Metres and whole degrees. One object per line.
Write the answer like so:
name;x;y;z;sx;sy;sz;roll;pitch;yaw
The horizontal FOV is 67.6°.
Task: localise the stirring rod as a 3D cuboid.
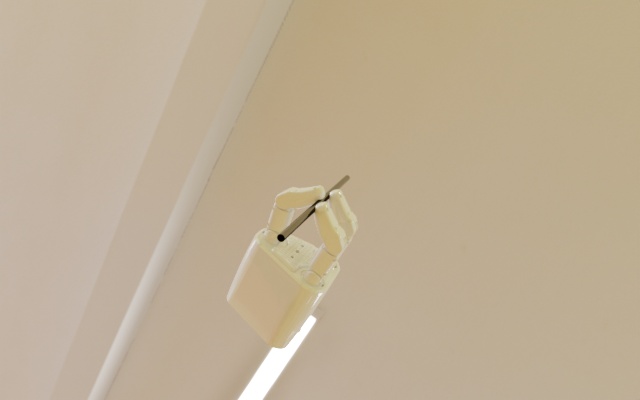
stirring rod;0.000;0.002;0.554;0.011;0.011;0.239;0;16;19
